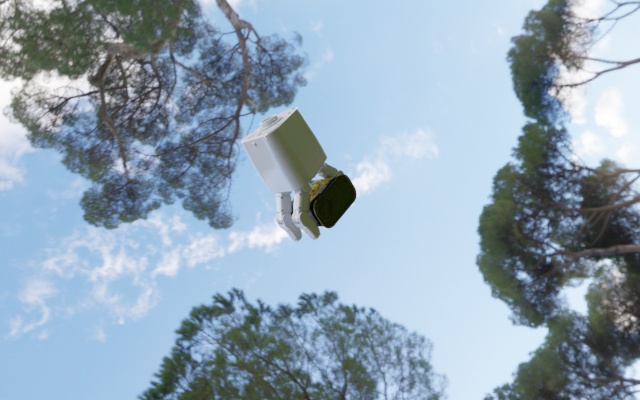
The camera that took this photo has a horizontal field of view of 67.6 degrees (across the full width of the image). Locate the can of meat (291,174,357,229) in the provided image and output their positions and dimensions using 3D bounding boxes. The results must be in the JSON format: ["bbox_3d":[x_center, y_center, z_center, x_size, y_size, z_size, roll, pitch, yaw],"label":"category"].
[{"bbox_3d":[0.000,0.003,0.842,0.084,0.057,0.102,-5,36,49],"label":"can of meat"}]
